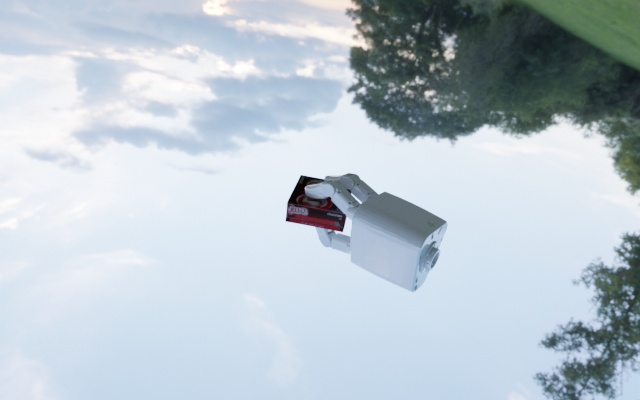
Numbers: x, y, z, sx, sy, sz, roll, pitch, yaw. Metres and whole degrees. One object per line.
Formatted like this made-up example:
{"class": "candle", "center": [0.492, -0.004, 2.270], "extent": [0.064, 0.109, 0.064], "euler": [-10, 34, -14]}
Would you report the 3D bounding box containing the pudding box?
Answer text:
{"class": "pudding box", "center": [0.000, 0.003, 0.746], "extent": [0.090, 0.039, 0.113], "euler": [11, 24, 3]}
